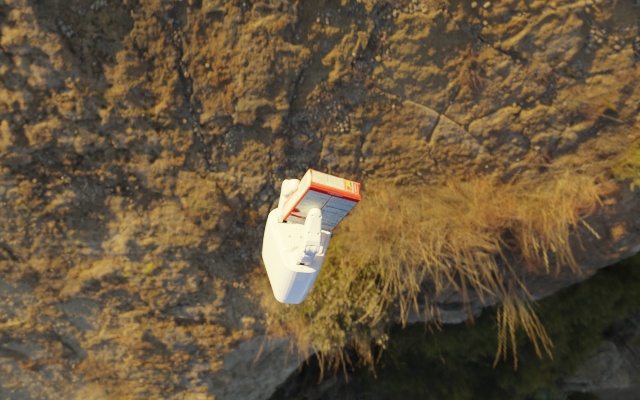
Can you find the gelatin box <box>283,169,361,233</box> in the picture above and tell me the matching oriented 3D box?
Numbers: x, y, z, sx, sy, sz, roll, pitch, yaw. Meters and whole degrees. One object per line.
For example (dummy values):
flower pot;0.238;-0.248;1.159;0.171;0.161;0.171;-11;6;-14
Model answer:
gelatin box;0.000;0.002;0.629;0.073;0.030;0.089;15;-38;-21
